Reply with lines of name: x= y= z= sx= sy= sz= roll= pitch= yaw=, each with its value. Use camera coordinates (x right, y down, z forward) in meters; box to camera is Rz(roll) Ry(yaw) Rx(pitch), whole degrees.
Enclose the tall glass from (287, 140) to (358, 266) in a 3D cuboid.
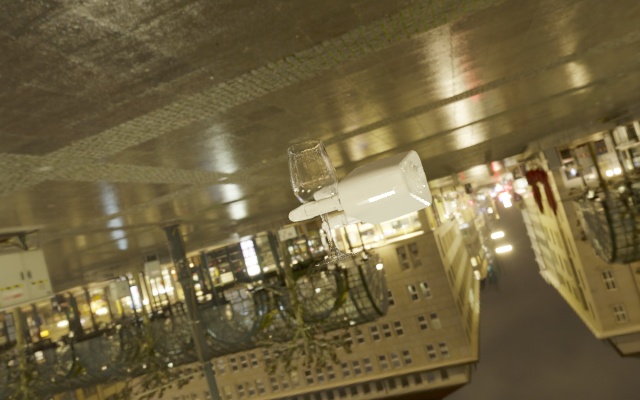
tall glass: x=0.000 y=0.003 z=0.797 sx=0.079 sy=0.201 sz=0.079 roll=-16 pitch=-5 yaw=-1
